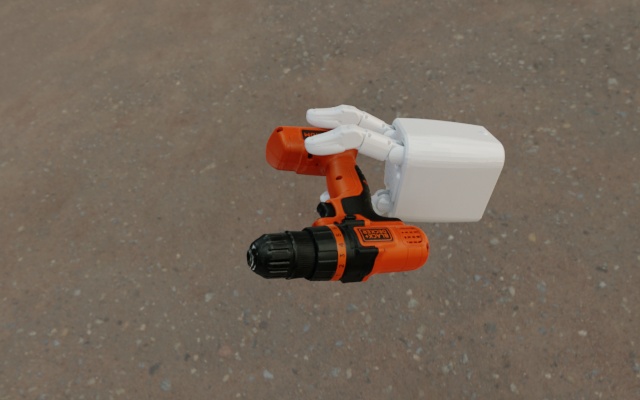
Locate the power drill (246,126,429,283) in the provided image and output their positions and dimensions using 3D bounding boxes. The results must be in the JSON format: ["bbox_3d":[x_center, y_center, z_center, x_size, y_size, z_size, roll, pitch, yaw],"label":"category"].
[{"bbox_3d":[0.000,0.001,0.494,0.184,0.187,0.057,1,-44,-27],"label":"power drill"}]
